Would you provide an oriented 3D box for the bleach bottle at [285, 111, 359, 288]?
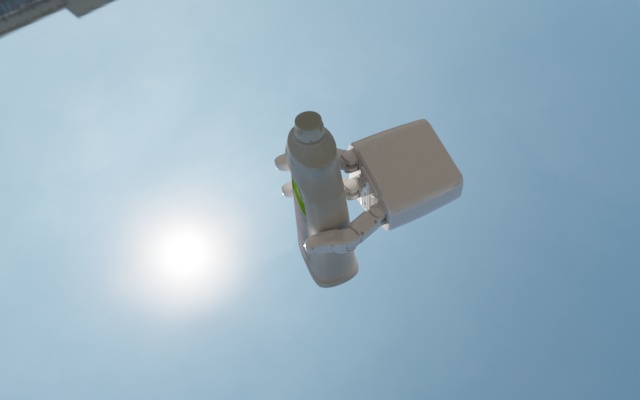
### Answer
[{"bbox_3d":[0.000,0.002,0.575,0.068,0.102,0.251,-21,-37,-11],"label":"bleach bottle"}]
